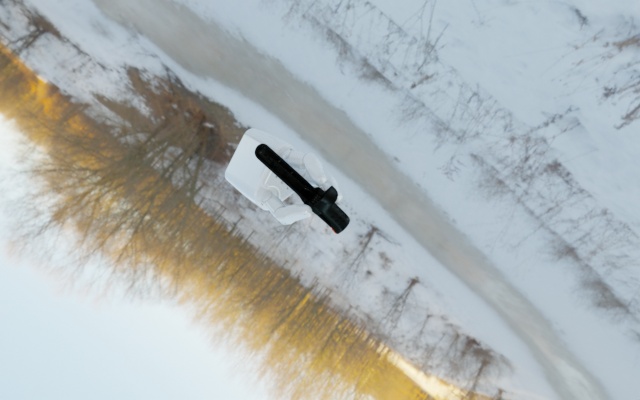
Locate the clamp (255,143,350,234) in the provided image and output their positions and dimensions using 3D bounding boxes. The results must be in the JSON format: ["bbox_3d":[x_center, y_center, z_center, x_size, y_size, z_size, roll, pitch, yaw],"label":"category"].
[{"bbox_3d":[0.000,0.003,0.738,0.164,0.036,0.210,33,-10,42],"label":"clamp"}]
